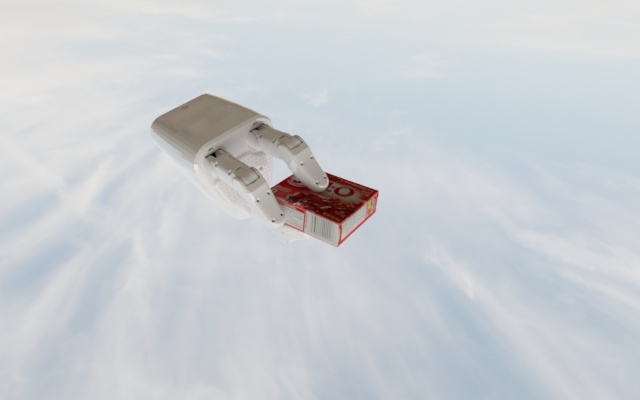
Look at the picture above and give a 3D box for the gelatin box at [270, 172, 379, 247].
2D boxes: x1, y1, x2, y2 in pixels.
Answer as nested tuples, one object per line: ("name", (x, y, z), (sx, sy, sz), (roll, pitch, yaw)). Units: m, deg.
("gelatin box", (0.000, 0.002, 0.463), (0.089, 0.030, 0.073), (22, 36, 27))
